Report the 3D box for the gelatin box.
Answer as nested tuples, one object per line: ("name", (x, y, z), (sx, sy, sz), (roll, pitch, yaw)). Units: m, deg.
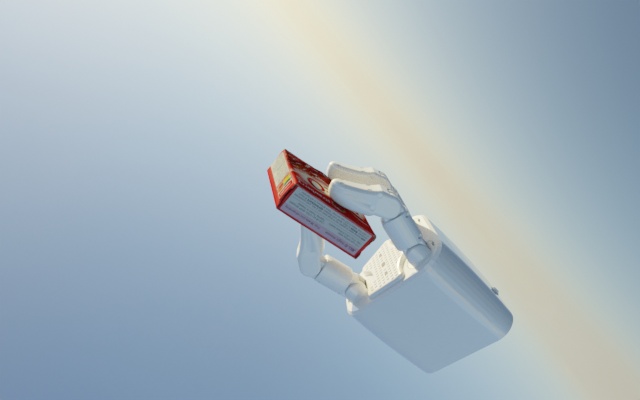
("gelatin box", (0.000, 0.002, 0.409), (0.089, 0.030, 0.073), (33, 16, -25))
